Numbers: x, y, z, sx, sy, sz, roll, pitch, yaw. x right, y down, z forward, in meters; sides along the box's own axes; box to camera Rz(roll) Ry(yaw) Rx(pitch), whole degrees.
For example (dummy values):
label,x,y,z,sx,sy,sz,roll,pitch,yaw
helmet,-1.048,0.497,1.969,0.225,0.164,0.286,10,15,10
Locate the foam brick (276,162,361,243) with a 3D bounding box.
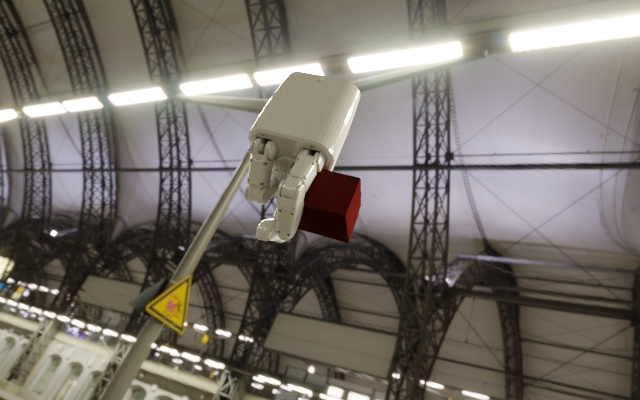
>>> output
label,x,y,z,sx,sy,sz,roll,pitch,yaw
foam brick,0.000,0.002,0.504,0.078,0.051,0.053,15,-34,15
